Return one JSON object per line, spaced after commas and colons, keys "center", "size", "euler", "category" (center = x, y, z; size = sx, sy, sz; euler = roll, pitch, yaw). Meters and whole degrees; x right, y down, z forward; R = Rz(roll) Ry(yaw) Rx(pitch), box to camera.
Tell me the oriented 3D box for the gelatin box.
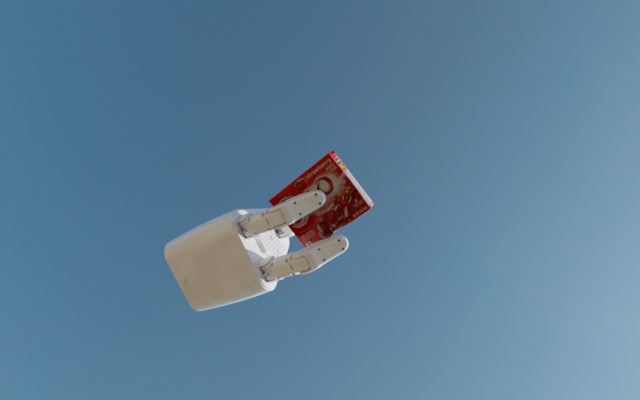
{"center": [0.000, 0.001, 0.516], "size": [0.089, 0.073, 0.030], "euler": [-36, 2, 18], "category": "gelatin box"}
